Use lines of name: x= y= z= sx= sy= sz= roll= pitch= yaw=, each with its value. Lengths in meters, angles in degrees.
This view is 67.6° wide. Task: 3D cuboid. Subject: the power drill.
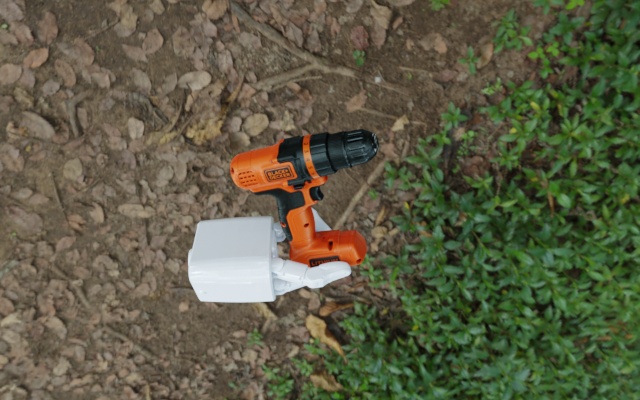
power drill: x=0.000 y=0.002 z=0.608 sx=0.184 sy=0.188 sz=0.057 roll=-9 pitch=33 yaw=18
